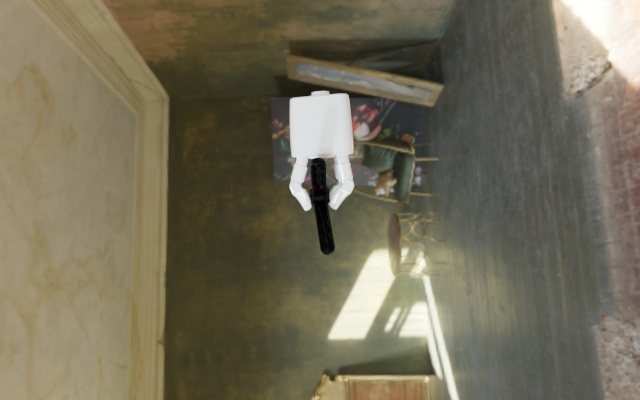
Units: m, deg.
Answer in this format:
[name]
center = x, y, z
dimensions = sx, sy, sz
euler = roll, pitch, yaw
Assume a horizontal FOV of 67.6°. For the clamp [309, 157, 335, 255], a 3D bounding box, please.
[clamp]
center = -0.001, 0.003, 0.873
dimensions = 0.036, 0.164, 0.210
euler = -6, 6, -2
